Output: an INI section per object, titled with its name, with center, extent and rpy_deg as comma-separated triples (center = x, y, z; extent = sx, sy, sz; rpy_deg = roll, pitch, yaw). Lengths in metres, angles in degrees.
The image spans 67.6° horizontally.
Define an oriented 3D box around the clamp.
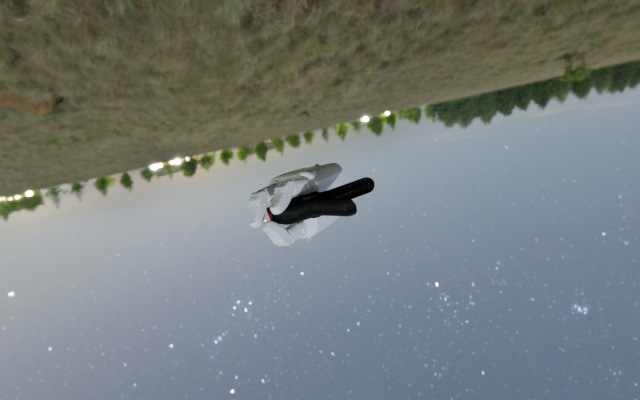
[clamp]
center = 0.000, 0.003, 0.730
extent = 0.171, 0.039, 0.120
rpy_deg = -7, 12, 32
